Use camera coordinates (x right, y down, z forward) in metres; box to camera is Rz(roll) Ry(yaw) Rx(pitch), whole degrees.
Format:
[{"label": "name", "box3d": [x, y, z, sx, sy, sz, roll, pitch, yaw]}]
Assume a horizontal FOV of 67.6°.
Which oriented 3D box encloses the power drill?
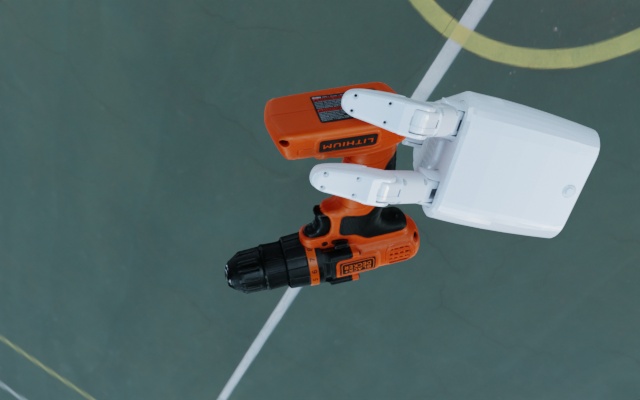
[{"label": "power drill", "box3d": [0.000, 0.001, 0.401, 0.184, 0.188, 0.057, -13, 47, -10]}]
